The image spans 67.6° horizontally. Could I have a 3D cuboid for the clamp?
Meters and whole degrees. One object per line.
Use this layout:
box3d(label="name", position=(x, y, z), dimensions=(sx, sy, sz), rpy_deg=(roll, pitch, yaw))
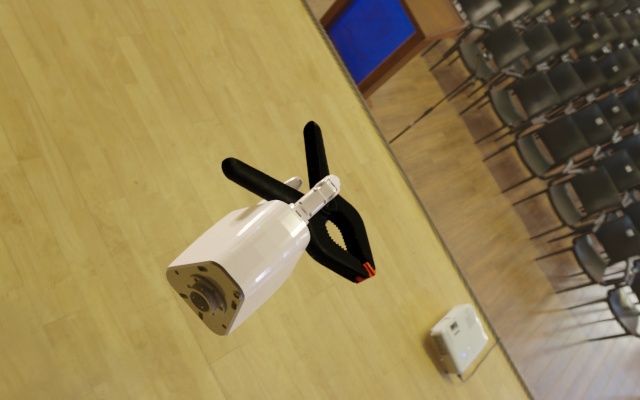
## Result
box3d(label="clamp", position=(0.001, 0.002, 0.571), dimensions=(0.036, 0.210, 0.164), rpy_deg=(-36, 5, 45))
